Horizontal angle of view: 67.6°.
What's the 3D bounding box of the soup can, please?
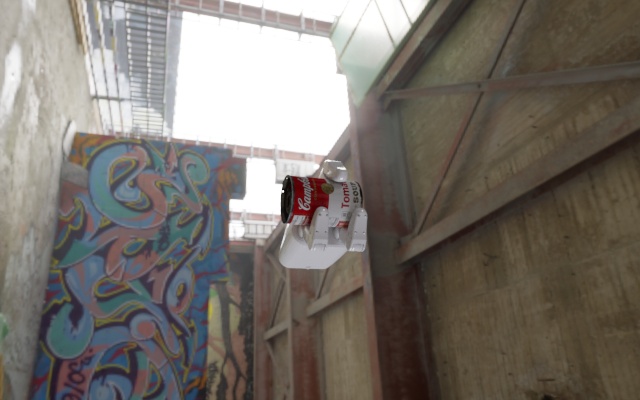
[{"bbox_3d":[0.001,0.002,0.669,0.102,0.068,0.068,4,-1,-18],"label":"soup can"}]
